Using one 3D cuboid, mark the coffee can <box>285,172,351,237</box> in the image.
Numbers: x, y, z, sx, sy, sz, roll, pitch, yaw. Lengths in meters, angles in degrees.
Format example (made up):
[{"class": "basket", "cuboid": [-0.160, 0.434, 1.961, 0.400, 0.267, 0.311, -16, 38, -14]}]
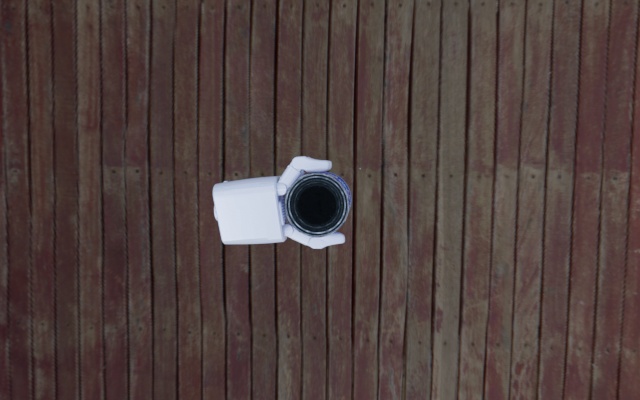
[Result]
[{"class": "coffee can", "cuboid": [0.000, 0.003, 0.817, 0.103, 0.103, 0.140, 0, 4, 5]}]
